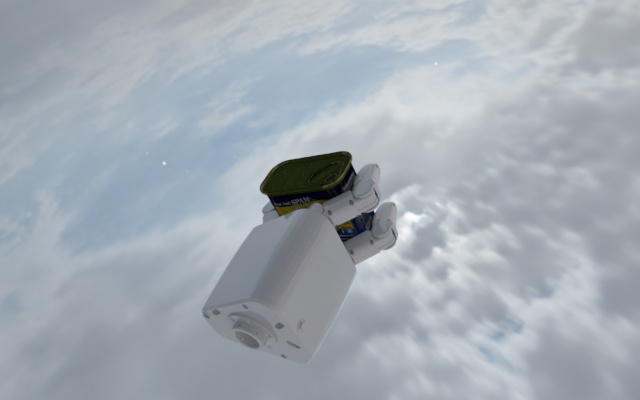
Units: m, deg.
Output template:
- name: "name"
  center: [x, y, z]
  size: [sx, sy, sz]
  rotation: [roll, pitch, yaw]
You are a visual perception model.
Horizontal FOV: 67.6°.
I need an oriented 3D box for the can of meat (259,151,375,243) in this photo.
- name: "can of meat"
  center: [0.000, 0.002, 0.508]
  size: [0.102, 0.084, 0.057]
  rotation: [-6, 38, 32]
